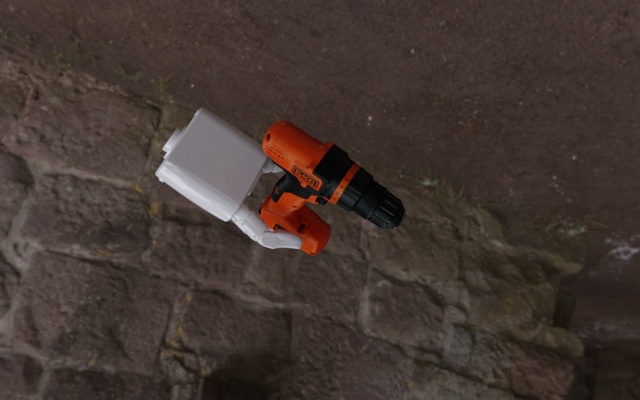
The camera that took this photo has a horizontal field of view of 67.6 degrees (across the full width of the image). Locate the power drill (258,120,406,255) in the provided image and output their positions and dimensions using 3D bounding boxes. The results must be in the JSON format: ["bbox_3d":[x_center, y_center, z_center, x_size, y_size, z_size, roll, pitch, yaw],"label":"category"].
[{"bbox_3d":[0.000,0.002,0.604,0.184,0.057,0.188,36,-32,4],"label":"power drill"}]
